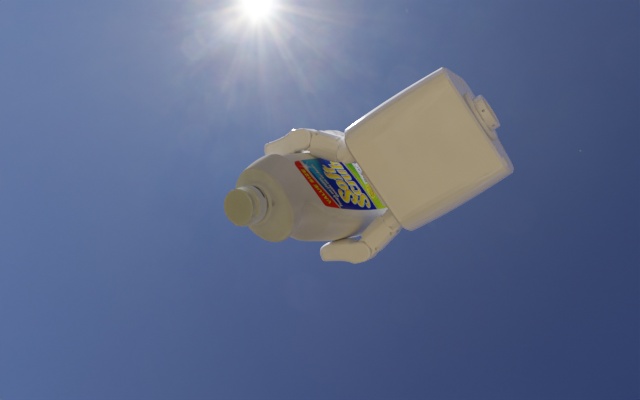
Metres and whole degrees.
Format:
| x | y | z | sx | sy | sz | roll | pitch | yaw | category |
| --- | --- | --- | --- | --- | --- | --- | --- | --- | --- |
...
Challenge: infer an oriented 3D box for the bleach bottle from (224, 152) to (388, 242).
| x | y | z | sx | sy | sz | roll | pitch | yaw | category |
| --- | --- | --- | --- | --- | --- | --- | --- | --- | --- |
| 0.000 | 0.001 | 0.474 | 0.068 | 0.102 | 0.251 | -32 | -10 | 27 | bleach bottle |
